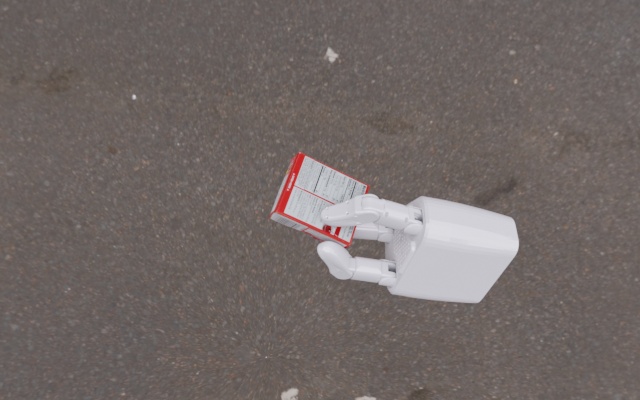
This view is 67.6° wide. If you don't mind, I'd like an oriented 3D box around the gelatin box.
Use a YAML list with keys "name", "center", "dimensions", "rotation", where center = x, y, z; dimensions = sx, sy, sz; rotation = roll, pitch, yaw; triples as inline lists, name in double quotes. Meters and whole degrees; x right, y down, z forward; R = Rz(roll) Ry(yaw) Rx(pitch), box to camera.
- name: "gelatin box"
  center: [0.000, 0.001, 0.505]
  dimensions: [0.089, 0.073, 0.030]
  rotation: [25, -23, -14]
